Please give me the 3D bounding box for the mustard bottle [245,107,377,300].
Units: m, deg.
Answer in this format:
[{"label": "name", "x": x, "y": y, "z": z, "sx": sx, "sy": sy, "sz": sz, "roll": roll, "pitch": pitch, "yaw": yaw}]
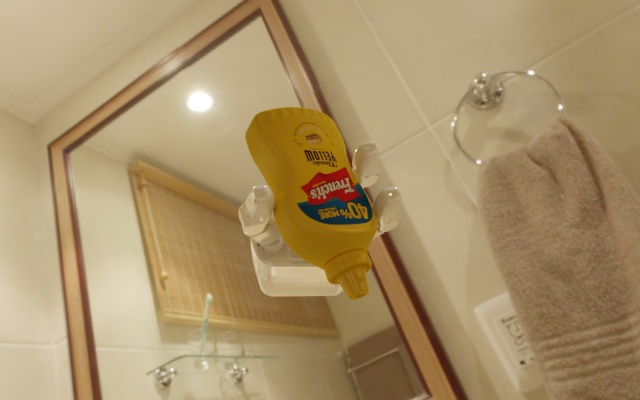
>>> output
[{"label": "mustard bottle", "x": 0.000, "y": 0.001, "z": 0.442, "sx": 0.096, "sy": 0.191, "sz": 0.058, "roll": -1, "pitch": -34, "yaw": -36}]
